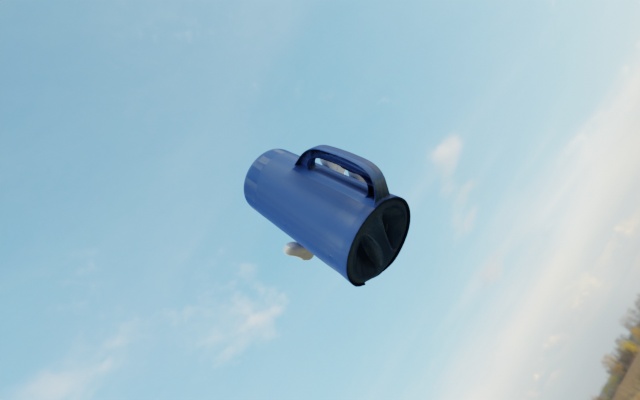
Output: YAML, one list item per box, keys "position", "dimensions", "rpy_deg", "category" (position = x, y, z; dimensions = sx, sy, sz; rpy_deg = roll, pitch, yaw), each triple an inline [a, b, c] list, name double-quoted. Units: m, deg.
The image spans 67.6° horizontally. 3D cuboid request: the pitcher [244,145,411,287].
- position: [0.000, 0.002, 0.695]
  dimensions: [0.242, 0.149, 0.145]
  rpy_deg: [29, -2, 36]
  category: "pitcher"
